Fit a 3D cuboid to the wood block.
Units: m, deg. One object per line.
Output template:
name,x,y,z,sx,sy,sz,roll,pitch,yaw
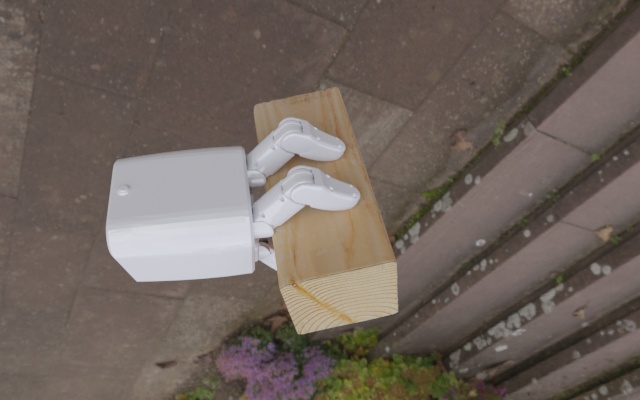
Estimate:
wood block,0.000,0.002,0.440,0.090,0.206,0.091,-13,-38,-1
